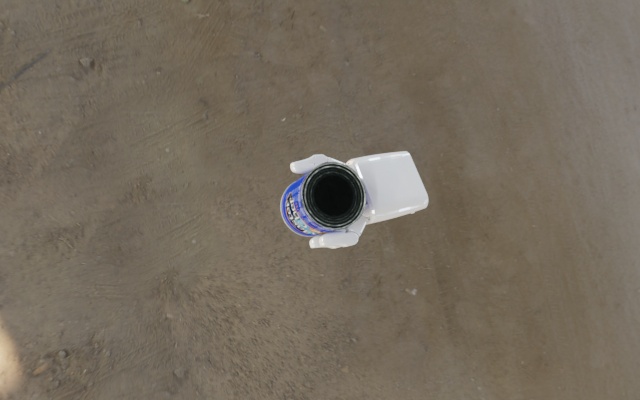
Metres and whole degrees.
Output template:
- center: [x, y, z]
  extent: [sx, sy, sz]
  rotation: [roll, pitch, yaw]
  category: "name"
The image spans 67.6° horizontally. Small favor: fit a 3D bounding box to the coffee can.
- center: [0.000, 0.003, 0.769]
  extent: [0.103, 0.103, 0.140]
  rotation: [0, -8, -17]
  category: "coffee can"
